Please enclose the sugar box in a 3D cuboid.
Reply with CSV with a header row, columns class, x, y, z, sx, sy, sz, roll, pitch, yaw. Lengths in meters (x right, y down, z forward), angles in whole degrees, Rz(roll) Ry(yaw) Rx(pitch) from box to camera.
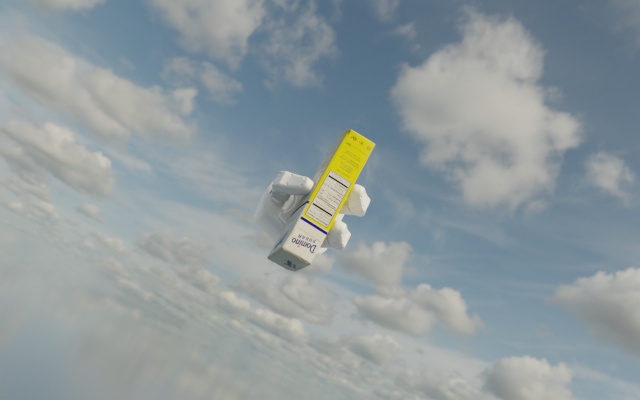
class,x,y,z,sx,sy,sz,roll,pitch,yaw
sugar box,0.001,0.002,0.600,0.048,0.176,0.093,30,-20,-8
